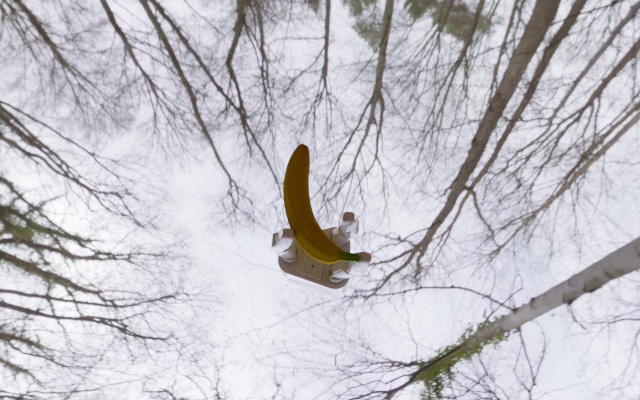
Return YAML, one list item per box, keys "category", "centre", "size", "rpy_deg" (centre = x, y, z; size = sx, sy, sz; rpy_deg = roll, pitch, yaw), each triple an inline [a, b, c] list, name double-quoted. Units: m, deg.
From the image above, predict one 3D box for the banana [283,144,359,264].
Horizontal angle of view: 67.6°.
- category: "banana"
  centre: [-0.016, 0.012, 0.668]
  size: [0.069, 0.197, 0.037]
  rpy_deg: [-22, -23, -7]
